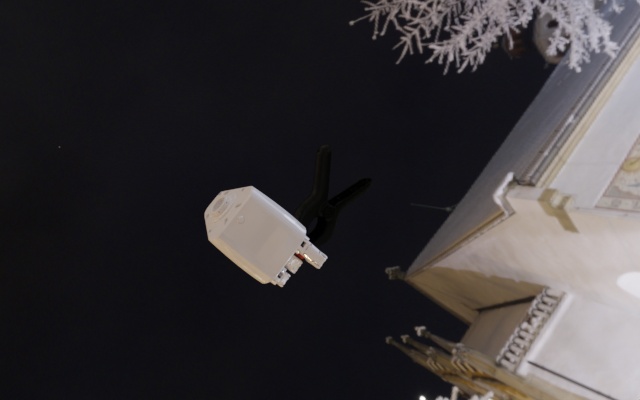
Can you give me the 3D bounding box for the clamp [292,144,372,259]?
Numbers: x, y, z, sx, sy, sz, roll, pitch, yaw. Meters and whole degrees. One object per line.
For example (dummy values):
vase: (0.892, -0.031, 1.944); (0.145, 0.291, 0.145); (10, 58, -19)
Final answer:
clamp: (0.000, 0.002, 0.724); (0.120, 0.171, 0.039); (43, -15, -31)
